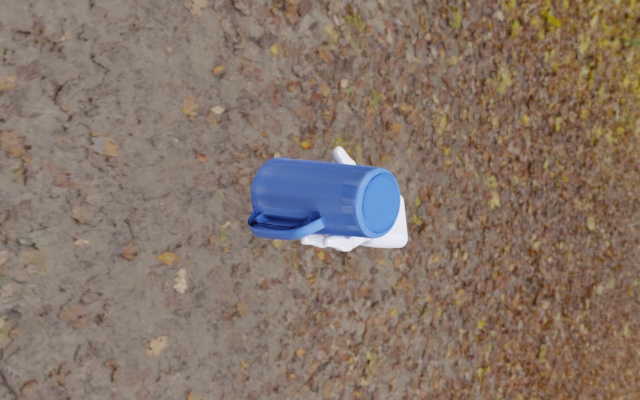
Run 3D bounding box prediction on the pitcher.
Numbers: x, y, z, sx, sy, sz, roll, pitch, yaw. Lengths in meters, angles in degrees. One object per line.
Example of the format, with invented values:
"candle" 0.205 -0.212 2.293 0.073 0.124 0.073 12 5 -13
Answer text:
"pitcher" 0.000 0.003 0.788 0.243 0.149 0.145 6 -6 45
